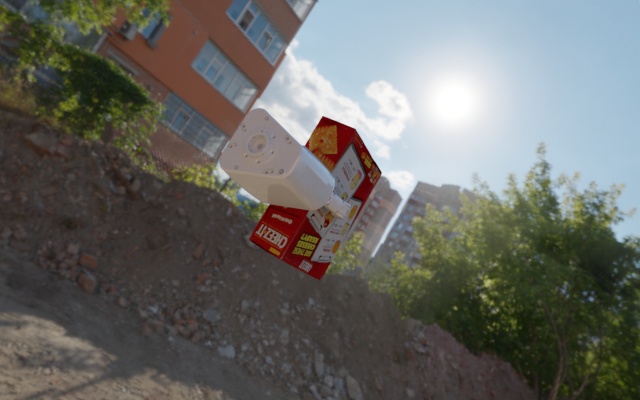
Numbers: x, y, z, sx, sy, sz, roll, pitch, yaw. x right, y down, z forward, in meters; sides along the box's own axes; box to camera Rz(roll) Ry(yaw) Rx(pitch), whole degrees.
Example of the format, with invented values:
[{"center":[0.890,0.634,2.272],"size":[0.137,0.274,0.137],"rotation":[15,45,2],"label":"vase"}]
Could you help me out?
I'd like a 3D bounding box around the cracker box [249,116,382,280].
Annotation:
[{"center":[0.000,0.002,0.744],"size":[0.072,0.213,0.164],"rotation":[27,-8,27],"label":"cracker box"}]
